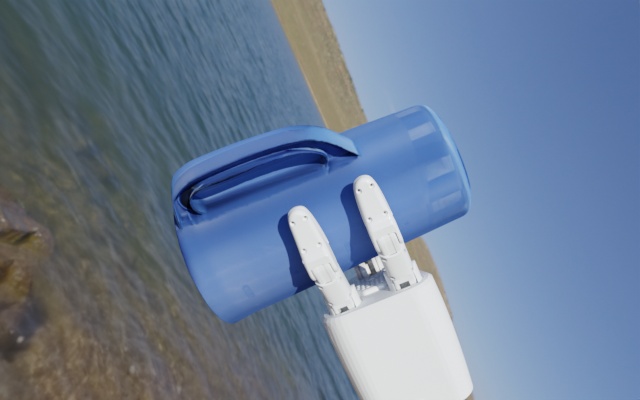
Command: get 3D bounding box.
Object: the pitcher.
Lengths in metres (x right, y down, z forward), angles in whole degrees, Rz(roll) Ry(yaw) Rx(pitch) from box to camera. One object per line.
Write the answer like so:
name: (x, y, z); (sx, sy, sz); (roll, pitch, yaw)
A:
pitcher: (0.000, 0.002, 0.426); (0.243, 0.145, 0.149); (-23, 4, 4)
